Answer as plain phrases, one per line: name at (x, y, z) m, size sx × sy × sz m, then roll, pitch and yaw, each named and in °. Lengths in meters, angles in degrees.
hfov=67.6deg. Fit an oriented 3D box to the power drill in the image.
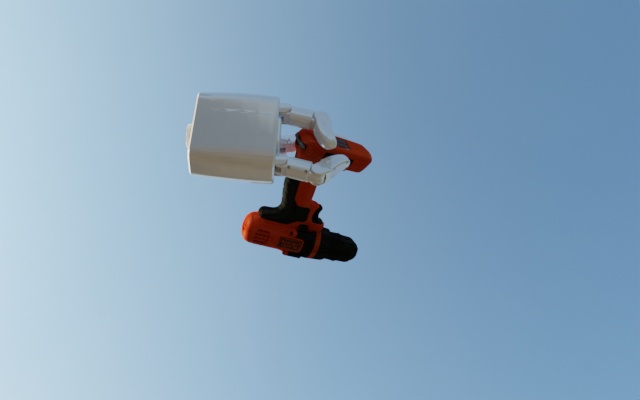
power drill at (0.000, 0.002, 0.682) m, size 0.184 × 0.188 × 0.057 m, roll 14°, pitch 24°, yaw -24°
